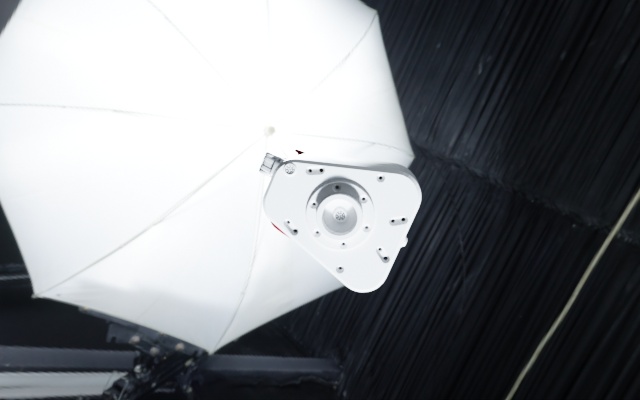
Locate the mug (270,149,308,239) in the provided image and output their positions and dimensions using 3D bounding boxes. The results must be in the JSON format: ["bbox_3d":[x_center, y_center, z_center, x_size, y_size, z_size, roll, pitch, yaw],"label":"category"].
[{"bbox_3d":[0.000,0.002,0.513,0.093,0.081,0.117,26,6,5],"label":"mug"}]
